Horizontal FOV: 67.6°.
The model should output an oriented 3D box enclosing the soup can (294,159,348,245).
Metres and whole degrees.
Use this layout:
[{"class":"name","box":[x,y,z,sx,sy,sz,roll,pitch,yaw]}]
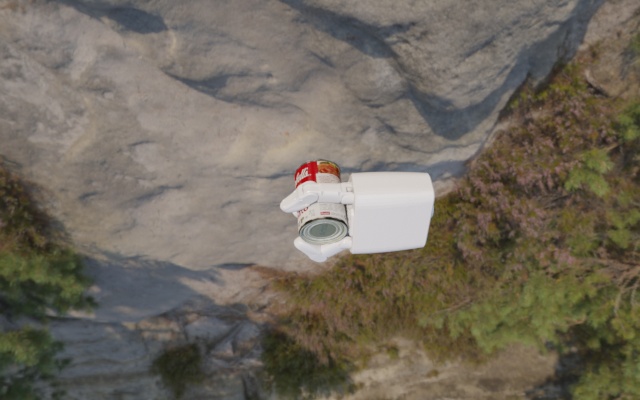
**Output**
[{"class":"soup can","box":[0.000,0.002,0.664,0.068,0.102,0.069,-4,-35,-3]}]
